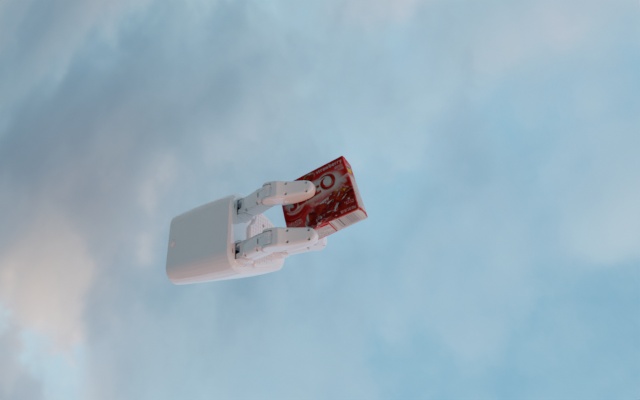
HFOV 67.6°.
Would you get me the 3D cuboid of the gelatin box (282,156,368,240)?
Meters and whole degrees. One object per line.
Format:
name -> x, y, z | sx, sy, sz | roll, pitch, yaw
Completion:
gelatin box -> 0.001, 0.002, 0.536 | 0.089, 0.073, 0.030 | -25, -34, 16
